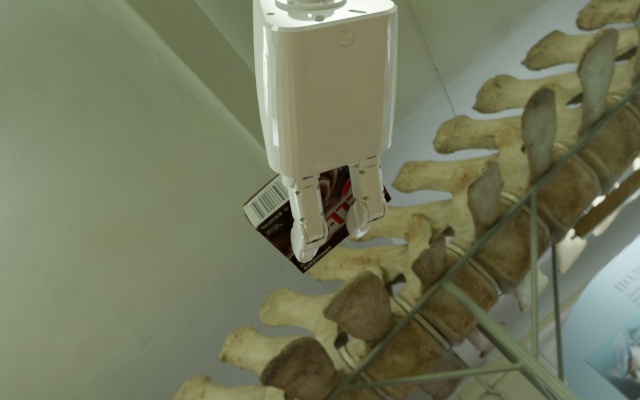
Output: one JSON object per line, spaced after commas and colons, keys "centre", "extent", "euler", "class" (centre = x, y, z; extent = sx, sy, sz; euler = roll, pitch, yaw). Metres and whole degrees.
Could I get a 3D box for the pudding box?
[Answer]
{"centre": [0.000, 0.001, 0.425], "extent": [0.039, 0.113, 0.090], "euler": [51, 0, 43], "class": "pudding box"}
